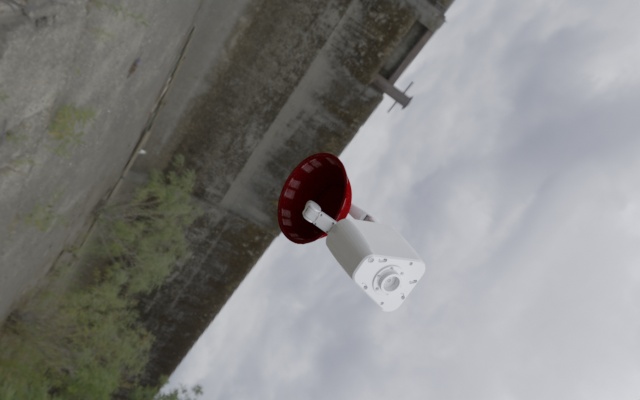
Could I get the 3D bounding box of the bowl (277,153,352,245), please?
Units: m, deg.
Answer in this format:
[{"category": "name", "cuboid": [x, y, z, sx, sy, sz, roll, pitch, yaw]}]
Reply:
[{"category": "bowl", "cuboid": [0.000, 0.002, 0.817, 0.162, 0.162, 0.055, 0, -18, 45]}]
